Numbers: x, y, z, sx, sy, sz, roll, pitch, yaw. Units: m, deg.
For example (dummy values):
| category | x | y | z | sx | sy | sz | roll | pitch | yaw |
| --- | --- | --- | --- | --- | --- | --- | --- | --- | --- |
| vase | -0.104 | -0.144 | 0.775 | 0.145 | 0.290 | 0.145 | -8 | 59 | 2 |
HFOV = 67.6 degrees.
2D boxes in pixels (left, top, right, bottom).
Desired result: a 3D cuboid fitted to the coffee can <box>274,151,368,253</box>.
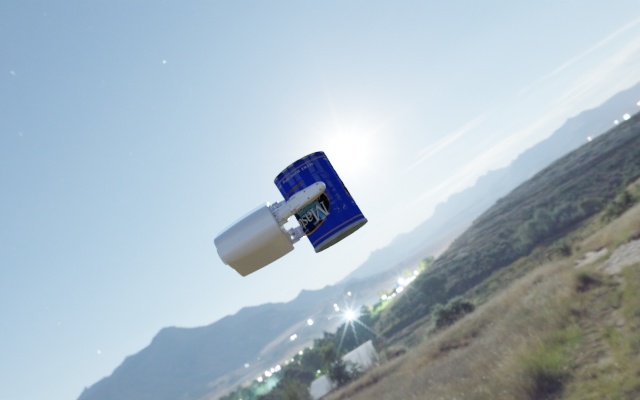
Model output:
| category | x | y | z | sx | sy | sz | roll | pitch | yaw |
| --- | --- | --- | --- | --- | --- | --- | --- | --- | --- |
| coffee can | 0.000 | 0.003 | 0.801 | 0.103 | 0.140 | 0.103 | -31 | -10 | -6 |
